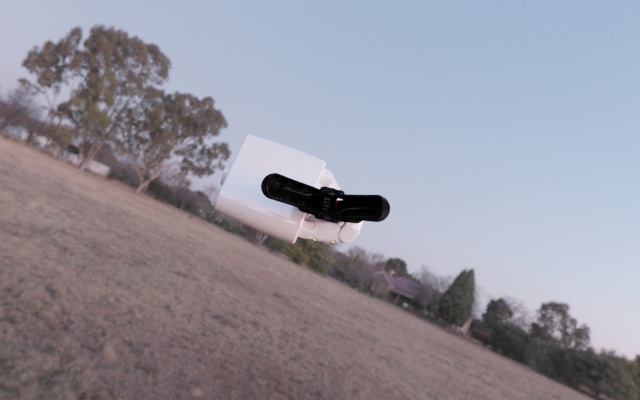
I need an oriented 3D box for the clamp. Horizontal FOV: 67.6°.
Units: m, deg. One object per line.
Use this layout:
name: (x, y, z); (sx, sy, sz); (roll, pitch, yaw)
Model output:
clamp: (0.000, 0.001, 0.505); (0.120, 0.039, 0.171); (19, -7, -2)
